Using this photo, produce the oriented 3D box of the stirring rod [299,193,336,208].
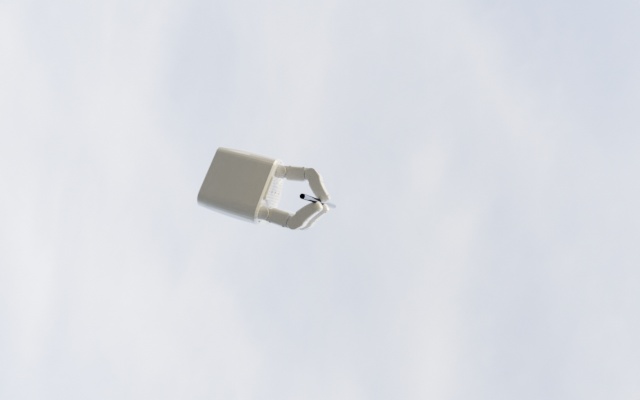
[{"bbox_3d":[0.000,0.002,0.755,0.011,0.011,0.239,0,-4,12],"label":"stirring rod"}]
